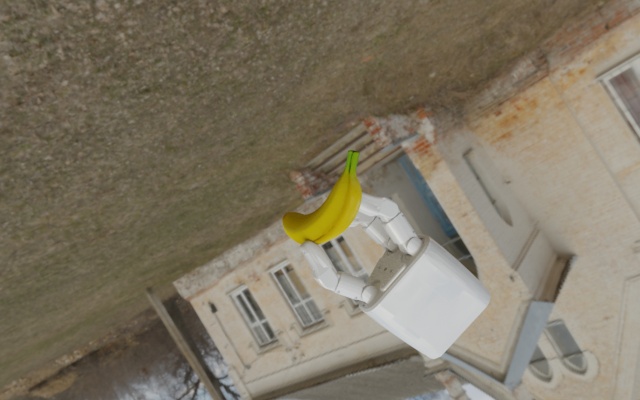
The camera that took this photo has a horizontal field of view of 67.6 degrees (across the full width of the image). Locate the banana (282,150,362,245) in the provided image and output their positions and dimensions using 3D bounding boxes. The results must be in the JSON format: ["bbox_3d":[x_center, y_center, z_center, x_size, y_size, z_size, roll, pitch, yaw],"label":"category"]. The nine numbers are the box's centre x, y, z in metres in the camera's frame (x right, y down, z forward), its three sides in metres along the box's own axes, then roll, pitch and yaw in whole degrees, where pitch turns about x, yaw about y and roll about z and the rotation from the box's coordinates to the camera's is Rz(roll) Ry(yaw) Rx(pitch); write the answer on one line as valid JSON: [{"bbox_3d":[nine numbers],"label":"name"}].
[{"bbox_3d":[0.000,0.017,0.546,0.037,0.069,0.198,18,-29,-21],"label":"banana"}]
